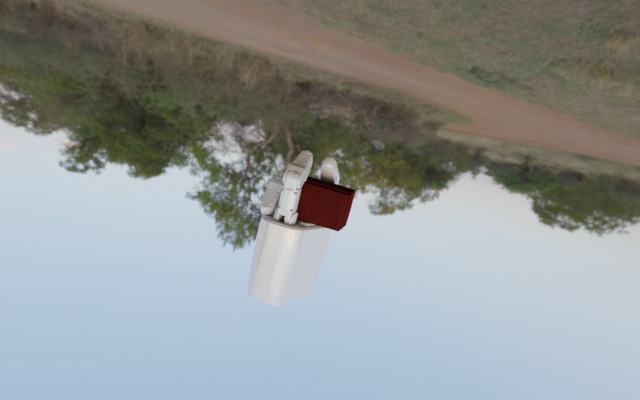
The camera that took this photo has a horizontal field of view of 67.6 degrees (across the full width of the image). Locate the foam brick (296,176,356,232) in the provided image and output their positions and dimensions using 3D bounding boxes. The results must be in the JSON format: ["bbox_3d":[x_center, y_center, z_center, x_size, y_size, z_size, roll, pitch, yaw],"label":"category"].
[{"bbox_3d":[0.000,0.002,0.616,0.078,0.051,0.053,16,9,12],"label":"foam brick"}]
